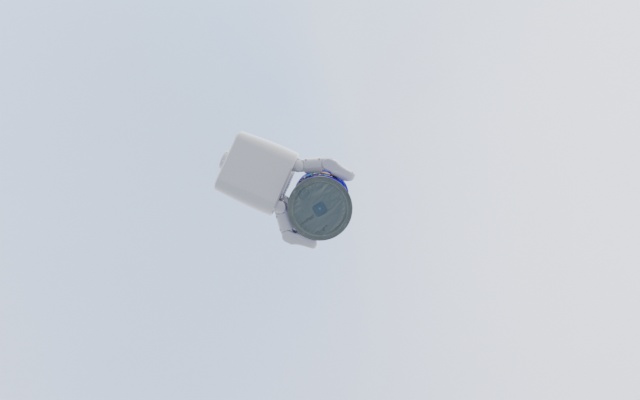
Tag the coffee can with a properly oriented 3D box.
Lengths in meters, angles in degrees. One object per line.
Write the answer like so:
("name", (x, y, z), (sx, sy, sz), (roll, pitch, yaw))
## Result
("coffee can", (0.000, 0.003, 0.814), (0.103, 0.103, 0.140), (0, 9, 1))
